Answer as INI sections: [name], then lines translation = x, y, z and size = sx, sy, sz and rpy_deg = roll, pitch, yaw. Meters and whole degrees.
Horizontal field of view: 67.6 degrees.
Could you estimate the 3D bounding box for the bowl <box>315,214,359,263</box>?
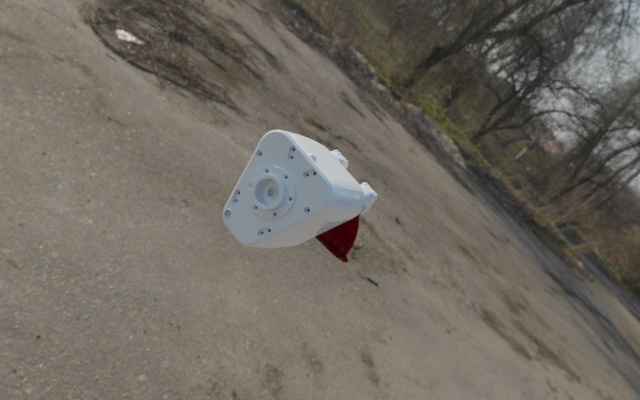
[bowl]
translation = 0.000, 0.002, 0.619
size = 0.055, 0.162, 0.162
rpy_deg = -41, -3, 3
